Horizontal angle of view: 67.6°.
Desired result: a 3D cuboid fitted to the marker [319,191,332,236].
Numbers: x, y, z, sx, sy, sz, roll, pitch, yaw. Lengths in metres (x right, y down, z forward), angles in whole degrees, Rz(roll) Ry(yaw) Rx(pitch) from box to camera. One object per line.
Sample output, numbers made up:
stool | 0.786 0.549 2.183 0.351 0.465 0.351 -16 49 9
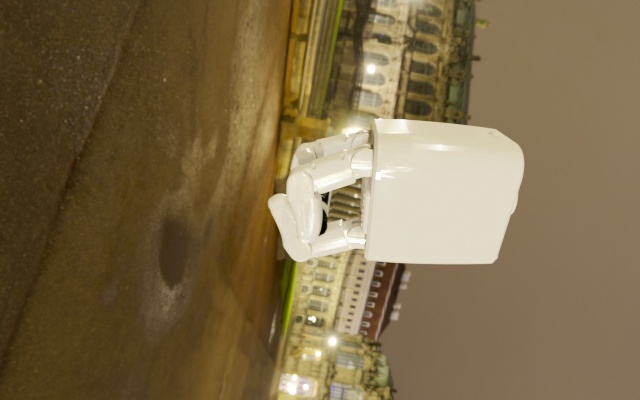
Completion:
marker | 0.000 0.001 0.437 0.020 0.020 0.121 0 21 4
